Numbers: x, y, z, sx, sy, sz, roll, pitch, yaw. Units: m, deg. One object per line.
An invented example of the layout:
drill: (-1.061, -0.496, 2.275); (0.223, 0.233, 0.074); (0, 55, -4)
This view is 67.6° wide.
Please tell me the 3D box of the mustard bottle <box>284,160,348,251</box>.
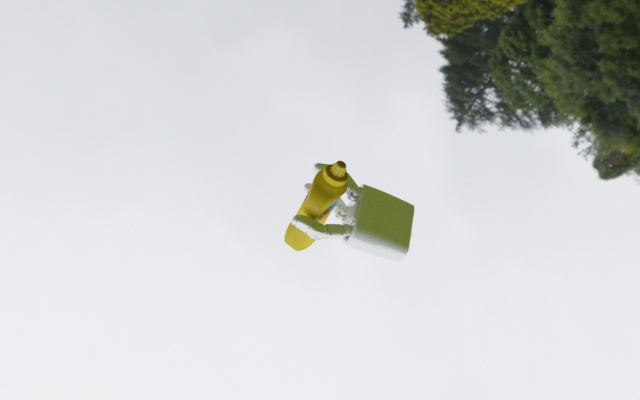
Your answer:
mustard bottle: (0.000, 0.003, 0.828); (0.058, 0.192, 0.096); (37, 44, 7)
